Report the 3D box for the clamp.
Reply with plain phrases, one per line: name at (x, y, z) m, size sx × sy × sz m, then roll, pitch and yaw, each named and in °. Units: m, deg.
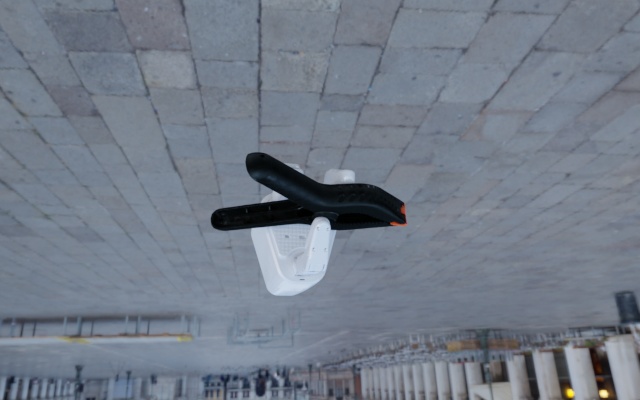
clamp at (0.001, 0.002, 0.489) m, size 0.210 × 0.036 × 0.165 m, roll 4°, pitch -21°, yaw -16°
